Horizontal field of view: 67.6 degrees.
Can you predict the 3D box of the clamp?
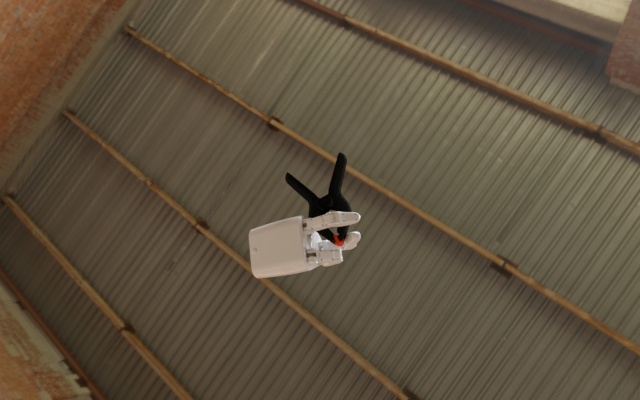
[{"bbox_3d":[0.000,0.003,0.873,0.120,0.171,0.039,-14,-19,17],"label":"clamp"}]
